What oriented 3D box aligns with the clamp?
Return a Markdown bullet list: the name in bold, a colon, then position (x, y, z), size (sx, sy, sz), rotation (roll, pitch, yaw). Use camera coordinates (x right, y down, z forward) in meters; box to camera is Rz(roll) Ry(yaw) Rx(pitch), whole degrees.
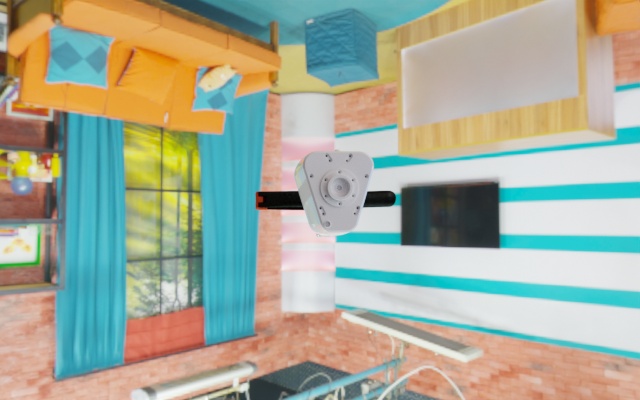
- **clamp**: position (0.000, 0.003, 0.776), size (0.210, 0.036, 0.164), rotation (0, -5, -7)
